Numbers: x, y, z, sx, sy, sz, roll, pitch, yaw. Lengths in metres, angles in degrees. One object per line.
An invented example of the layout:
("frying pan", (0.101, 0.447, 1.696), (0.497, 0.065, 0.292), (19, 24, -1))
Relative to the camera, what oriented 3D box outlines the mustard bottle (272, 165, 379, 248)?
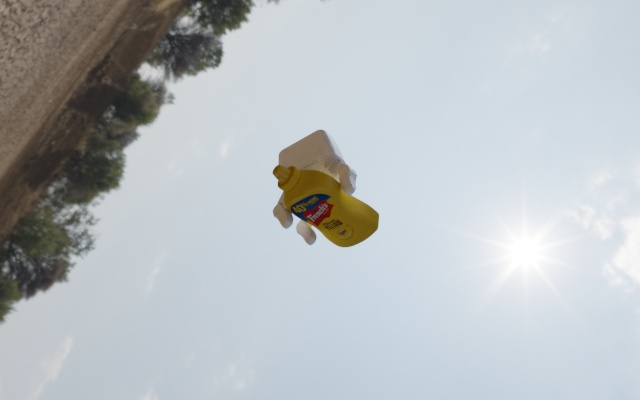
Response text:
("mustard bottle", (0.000, 0.003, 0.766), (0.192, 0.058, 0.096), (37, -45, -28))
